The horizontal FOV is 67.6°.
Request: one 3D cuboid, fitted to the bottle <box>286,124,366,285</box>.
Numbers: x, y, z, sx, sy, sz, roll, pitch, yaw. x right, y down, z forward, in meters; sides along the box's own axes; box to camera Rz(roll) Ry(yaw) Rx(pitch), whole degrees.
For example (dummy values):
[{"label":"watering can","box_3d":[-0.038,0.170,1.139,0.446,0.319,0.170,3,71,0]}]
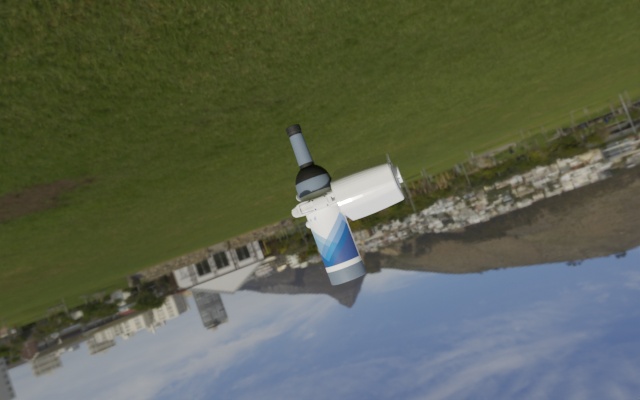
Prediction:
[{"label":"bottle","box_3d":[0.000,0.003,0.866,0.069,0.295,0.069,-20,-3,-1]}]
